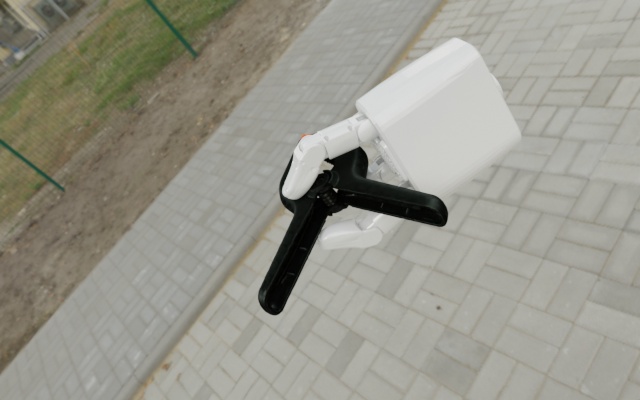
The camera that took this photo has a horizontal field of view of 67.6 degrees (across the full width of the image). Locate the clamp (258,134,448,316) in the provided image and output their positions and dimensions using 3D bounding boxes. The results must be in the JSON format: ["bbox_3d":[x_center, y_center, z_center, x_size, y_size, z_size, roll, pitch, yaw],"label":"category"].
[{"bbox_3d":[0.000,0.000,0.440,0.164,0.036,0.209,-33,35,3],"label":"clamp"}]
